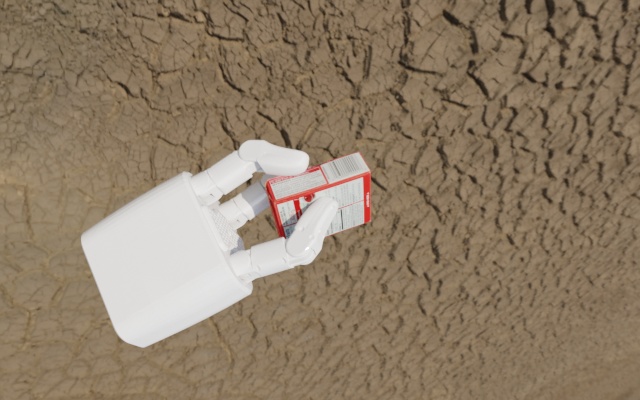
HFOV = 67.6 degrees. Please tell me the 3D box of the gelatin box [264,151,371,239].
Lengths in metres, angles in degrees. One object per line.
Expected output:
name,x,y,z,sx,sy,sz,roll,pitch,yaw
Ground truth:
gelatin box,0.001,0.002,0.428,0.089,0.030,0.073,-18,-38,-7
